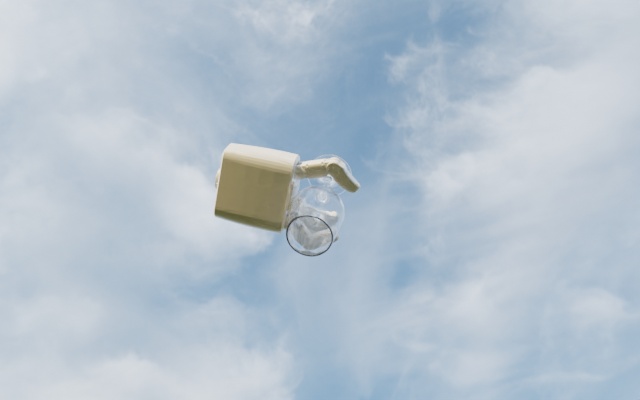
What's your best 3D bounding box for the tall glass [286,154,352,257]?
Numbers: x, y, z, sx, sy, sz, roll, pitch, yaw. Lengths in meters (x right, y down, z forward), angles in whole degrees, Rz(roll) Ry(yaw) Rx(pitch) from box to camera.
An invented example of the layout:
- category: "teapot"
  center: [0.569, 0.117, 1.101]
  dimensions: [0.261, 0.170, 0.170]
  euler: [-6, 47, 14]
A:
- category: "tall glass"
  center: [0.000, 0.002, 0.698]
  dimensions: [0.079, 0.079, 0.201]
  euler: [0, 26, 9]
